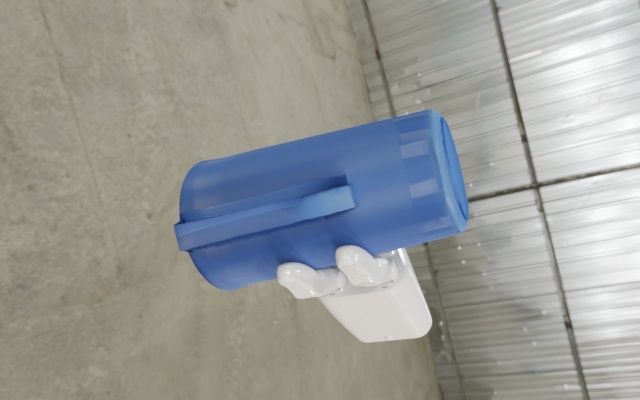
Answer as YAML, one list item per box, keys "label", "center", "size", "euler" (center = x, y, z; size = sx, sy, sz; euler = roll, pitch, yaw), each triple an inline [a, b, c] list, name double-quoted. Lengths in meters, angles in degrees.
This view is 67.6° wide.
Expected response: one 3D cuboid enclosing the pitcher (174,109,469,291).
- label: "pitcher"
  center: [0.000, 0.001, 0.432]
  size: [0.243, 0.149, 0.145]
  euler: [-14, -45, 21]
